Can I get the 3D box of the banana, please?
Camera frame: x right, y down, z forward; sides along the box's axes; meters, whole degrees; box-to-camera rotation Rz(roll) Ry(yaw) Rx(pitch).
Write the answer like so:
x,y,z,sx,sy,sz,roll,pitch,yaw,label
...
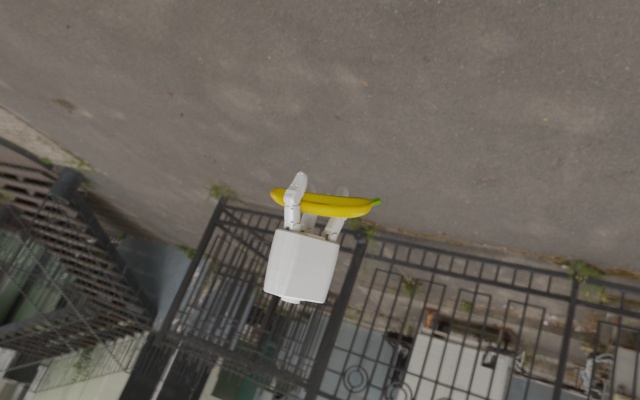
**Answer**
x,y,z,sx,sy,sz,roll,pitch,yaw,label
-0.001,0.005,0.808,0.198,0.037,0.069,7,6,14,banana
